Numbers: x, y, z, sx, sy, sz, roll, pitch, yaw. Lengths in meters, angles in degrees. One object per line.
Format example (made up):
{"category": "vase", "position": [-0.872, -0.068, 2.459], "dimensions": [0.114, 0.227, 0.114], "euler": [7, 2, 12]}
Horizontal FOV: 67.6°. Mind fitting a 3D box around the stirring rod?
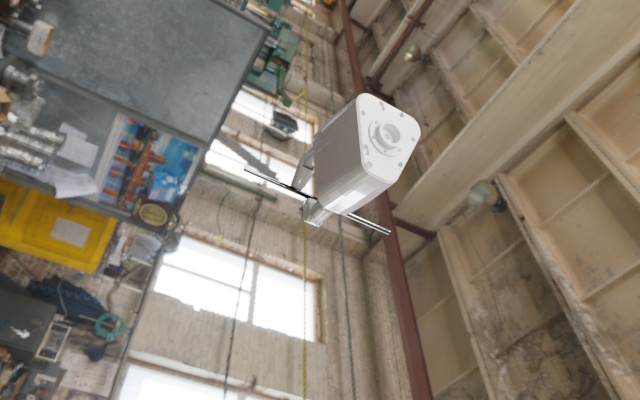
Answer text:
{"category": "stirring rod", "position": [0.000, 0.002, 0.687], "dimensions": [0.239, 0.011, 0.011], "euler": [24, -8, -19]}
